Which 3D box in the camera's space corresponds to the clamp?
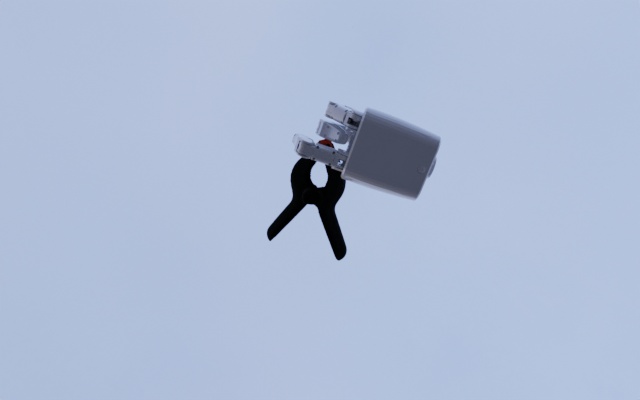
[{"bbox_3d":[0.000,0.002,0.673,0.120,0.171,0.039,21,20,4],"label":"clamp"}]
